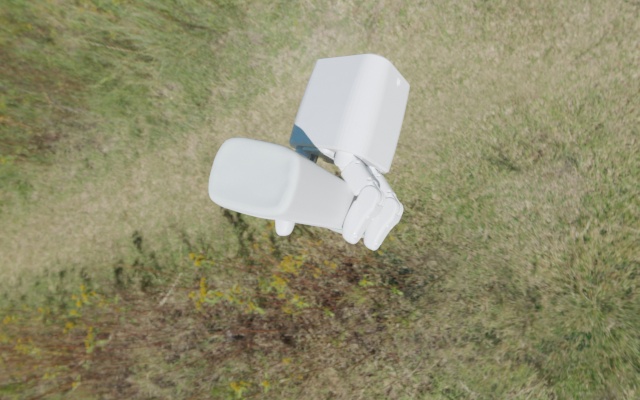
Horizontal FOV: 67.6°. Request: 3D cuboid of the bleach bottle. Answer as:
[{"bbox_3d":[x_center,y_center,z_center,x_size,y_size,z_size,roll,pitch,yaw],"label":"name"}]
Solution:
[{"bbox_3d":[0.000,0.002,0.526,0.102,0.068,0.251,14,-4,31],"label":"bleach bottle"}]
